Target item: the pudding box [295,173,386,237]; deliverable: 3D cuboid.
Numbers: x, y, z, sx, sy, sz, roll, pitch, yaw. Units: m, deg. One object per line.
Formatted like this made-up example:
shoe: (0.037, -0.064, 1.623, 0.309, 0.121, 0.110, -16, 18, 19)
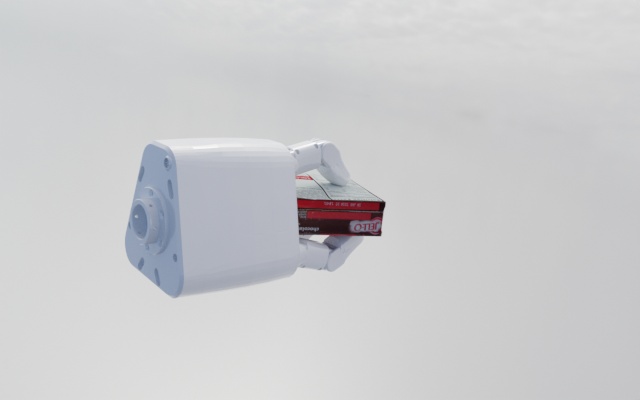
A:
pudding box: (0.000, 0.001, 0.465, 0.090, 0.039, 0.113, 4, 16, -18)
